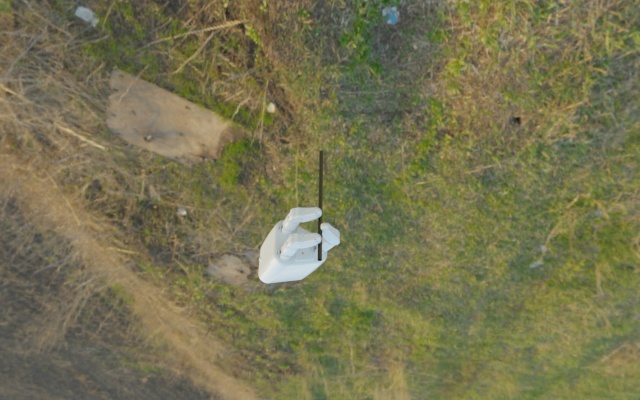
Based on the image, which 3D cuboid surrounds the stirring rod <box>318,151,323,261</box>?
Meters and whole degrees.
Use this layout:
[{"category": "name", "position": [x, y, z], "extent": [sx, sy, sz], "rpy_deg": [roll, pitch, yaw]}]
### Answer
[{"category": "stirring rod", "position": [0.000, 0.003, 0.895], "extent": [0.011, 0.239, 0.011], "rpy_deg": [1, -33, 0]}]
